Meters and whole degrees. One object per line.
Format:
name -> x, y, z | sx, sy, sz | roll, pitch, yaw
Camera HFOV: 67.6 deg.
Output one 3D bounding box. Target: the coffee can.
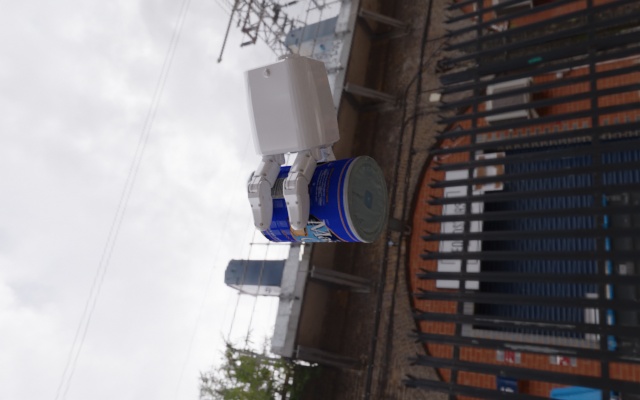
coffee can -> 0.000, 0.002, 0.601 | 0.140, 0.103, 0.103 | -4, -2, 33
